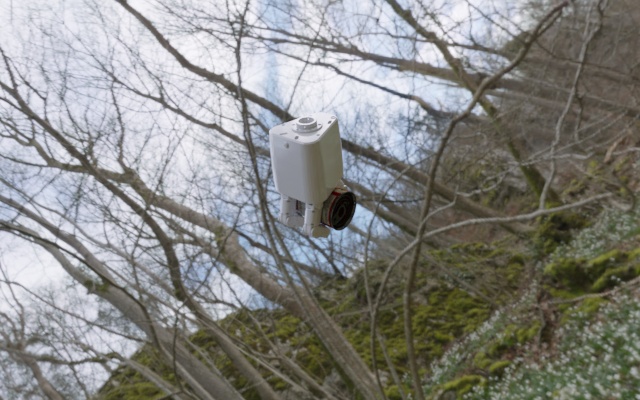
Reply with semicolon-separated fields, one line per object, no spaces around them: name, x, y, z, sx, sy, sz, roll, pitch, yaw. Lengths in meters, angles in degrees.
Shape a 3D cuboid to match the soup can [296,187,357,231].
soup can;0.000;0.003;0.807;0.102;0.068;0.068;21;12;34
